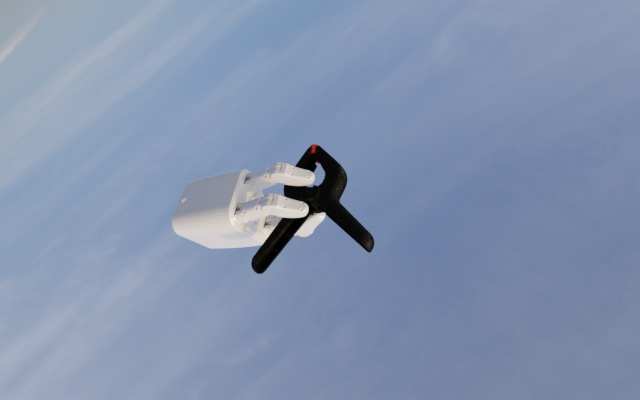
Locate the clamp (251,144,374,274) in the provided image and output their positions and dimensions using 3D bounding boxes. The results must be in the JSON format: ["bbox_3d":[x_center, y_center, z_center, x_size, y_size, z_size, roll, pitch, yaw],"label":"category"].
[{"bbox_3d":[0.000,0.002,0.653,0.164,0.209,0.036,-7,-41,22],"label":"clamp"}]
